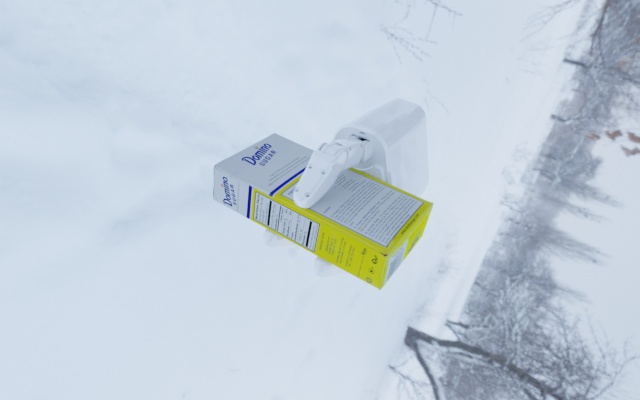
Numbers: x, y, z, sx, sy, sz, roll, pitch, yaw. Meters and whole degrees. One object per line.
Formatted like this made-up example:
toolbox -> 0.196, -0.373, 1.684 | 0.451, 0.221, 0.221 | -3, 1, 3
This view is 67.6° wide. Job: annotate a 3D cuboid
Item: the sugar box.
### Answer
sugar box -> 0.000, 0.002, 0.429 | 0.176, 0.048, 0.093 | 25, 37, 23
